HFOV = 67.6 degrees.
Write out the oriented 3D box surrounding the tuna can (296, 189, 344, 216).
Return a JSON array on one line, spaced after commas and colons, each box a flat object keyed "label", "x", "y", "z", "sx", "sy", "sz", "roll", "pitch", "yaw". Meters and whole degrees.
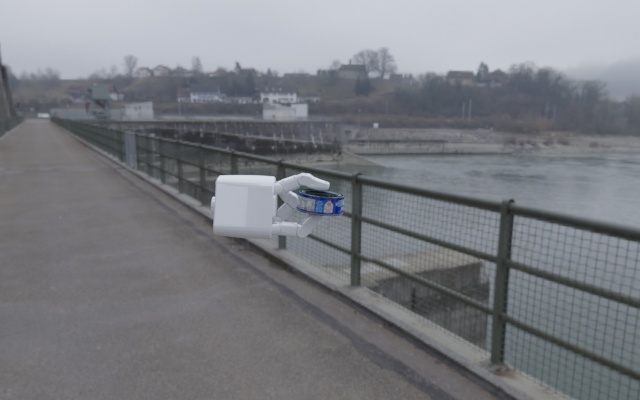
[{"label": "tuna can", "x": 0.000, "y": 0.002, "z": 0.866, "sx": 0.086, "sy": 0.034, "sz": 0.086, "roll": 6, "pitch": 10, "yaw": -1}]
